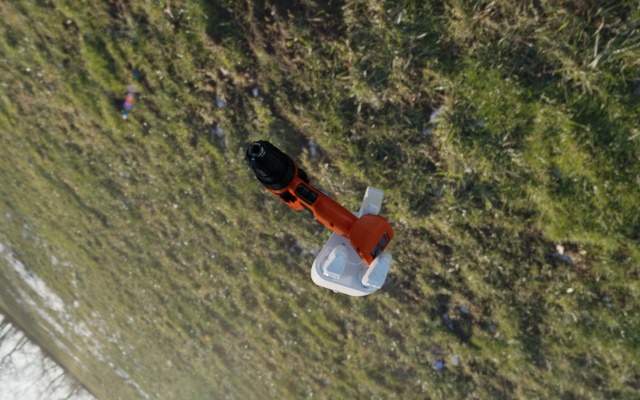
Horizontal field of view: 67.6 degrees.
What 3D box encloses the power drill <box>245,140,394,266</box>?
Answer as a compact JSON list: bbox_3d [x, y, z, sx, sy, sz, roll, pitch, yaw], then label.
[{"bbox_3d":[0.000,0.002,0.616,0.187,0.057,0.184,36,-3,22],"label":"power drill"}]
